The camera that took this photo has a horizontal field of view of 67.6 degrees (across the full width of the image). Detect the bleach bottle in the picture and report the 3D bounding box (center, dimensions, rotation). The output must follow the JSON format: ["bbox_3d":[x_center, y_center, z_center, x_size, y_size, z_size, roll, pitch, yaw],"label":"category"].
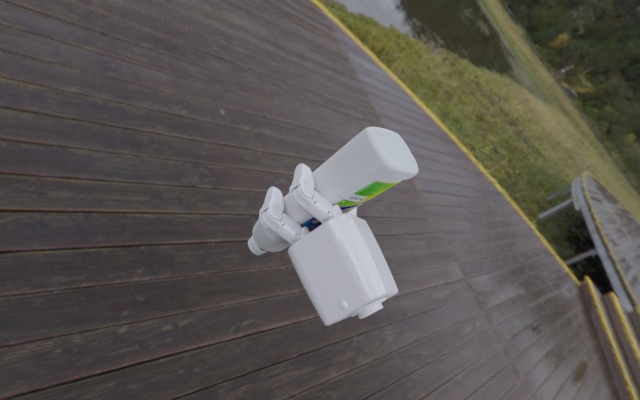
[{"bbox_3d":[0.000,0.002,0.631,0.251,0.068,0.102,-36,-19,29],"label":"bleach bottle"}]
